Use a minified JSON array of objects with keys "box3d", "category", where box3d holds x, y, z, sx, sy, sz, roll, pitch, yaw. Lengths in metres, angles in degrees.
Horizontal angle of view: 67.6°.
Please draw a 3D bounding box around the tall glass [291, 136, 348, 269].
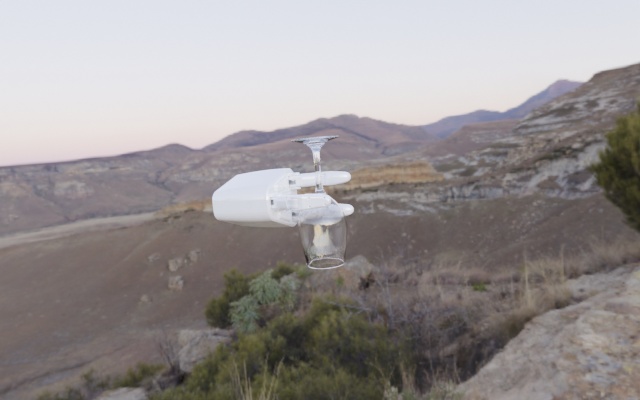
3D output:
[{"box3d":[0.000,0.002,0.749,0.079,0.201,0.079,-5,5,1],"category":"tall glass"}]
